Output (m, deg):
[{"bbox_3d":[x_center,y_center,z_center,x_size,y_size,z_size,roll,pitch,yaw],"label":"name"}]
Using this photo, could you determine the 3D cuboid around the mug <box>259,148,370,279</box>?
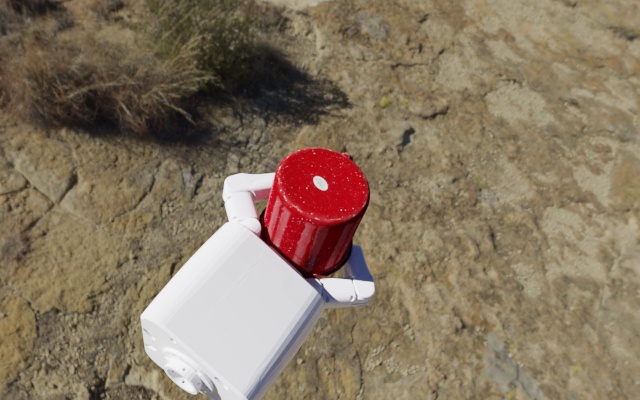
[{"bbox_3d":[0.001,0.000,0.426,0.093,0.117,0.082,31,-39,8],"label":"mug"}]
